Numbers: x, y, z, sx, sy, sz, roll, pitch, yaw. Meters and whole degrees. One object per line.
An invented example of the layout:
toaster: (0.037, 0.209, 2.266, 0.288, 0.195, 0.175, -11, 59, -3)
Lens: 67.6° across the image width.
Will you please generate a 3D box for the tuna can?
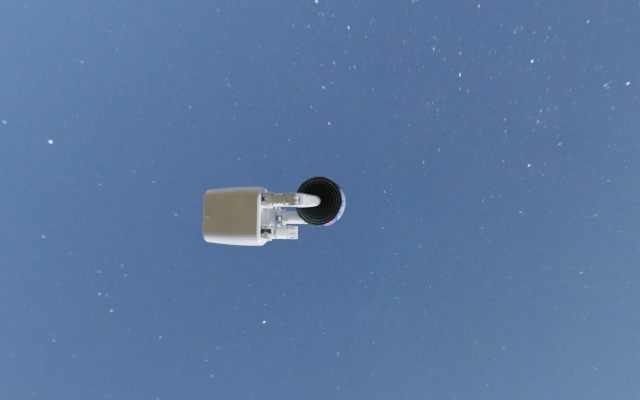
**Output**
tuna can: (0.000, 0.003, 0.838, 0.086, 0.086, 0.034, 0, -6, 18)
